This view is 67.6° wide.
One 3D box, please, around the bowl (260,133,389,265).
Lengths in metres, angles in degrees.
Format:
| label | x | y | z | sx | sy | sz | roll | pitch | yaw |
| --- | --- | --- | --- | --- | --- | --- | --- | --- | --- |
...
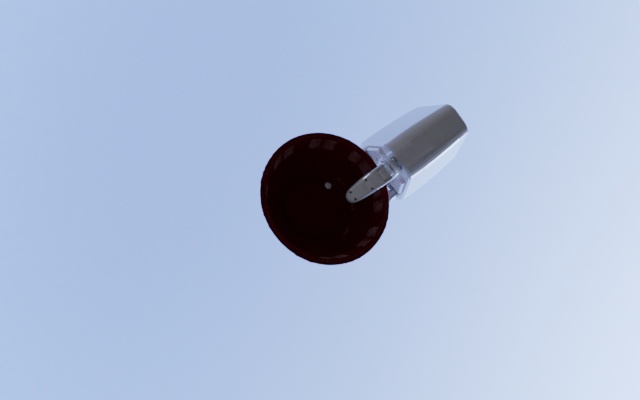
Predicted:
| label | x | y | z | sx | sy | sz | roll | pitch | yaw |
| --- | --- | --- | --- | --- | --- | --- | --- | --- | --- |
| bowl | -0.001 | 0.002 | 0.583 | 0.162 | 0.162 | 0.055 | 0 | -15 | -21 |
